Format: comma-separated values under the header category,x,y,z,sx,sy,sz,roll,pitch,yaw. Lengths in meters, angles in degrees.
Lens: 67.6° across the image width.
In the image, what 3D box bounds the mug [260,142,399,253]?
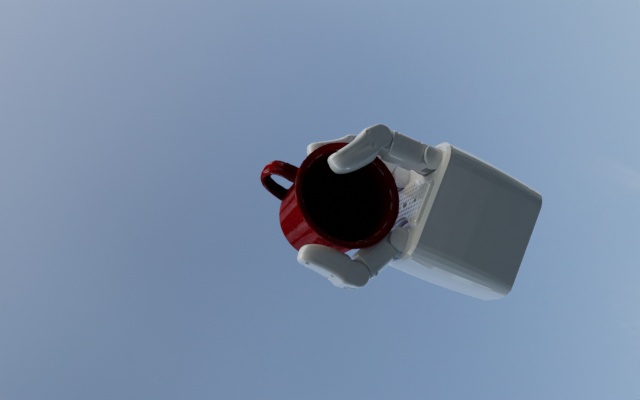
category,x,y,z,sx,sy,sz,roll,pitch,yaw
mug,-0.001,0.001,0.426,0.117,0.093,0.081,25,-24,-11
